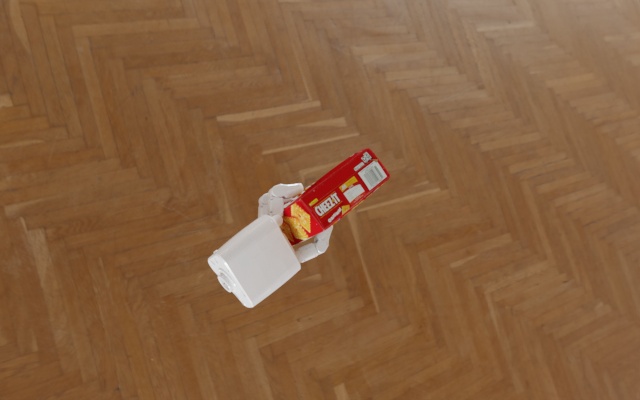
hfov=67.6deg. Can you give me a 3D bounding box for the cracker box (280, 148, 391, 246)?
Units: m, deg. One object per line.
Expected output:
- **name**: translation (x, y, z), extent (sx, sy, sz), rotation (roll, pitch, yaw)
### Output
- **cracker box**: translation (0.000, 0.003, 0.843), extent (0.164, 0.072, 0.214), rotation (-38, 4, -28)
